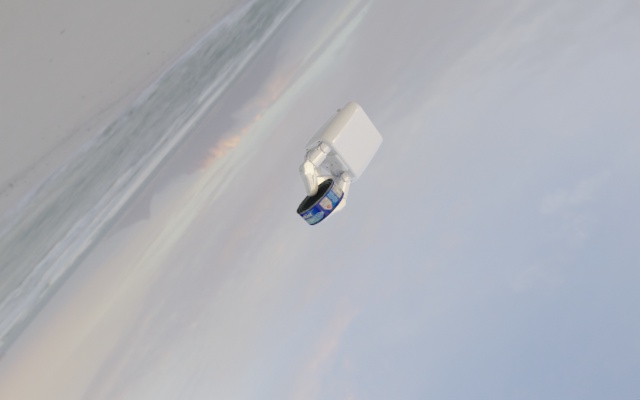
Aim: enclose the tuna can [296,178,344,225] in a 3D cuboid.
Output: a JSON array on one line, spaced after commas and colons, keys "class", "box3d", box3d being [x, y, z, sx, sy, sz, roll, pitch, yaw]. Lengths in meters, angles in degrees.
[{"class": "tuna can", "box3d": [0.000, 0.003, 0.832, 0.034, 0.086, 0.086, 46, -14, -14]}]
